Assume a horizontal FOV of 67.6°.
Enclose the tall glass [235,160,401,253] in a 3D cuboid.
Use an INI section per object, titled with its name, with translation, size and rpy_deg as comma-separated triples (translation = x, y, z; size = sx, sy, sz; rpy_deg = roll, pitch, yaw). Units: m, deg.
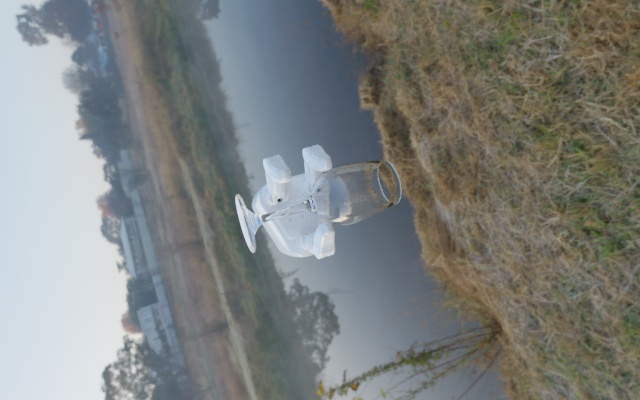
[tall glass]
translation = 0.000, 0.002, 0.603
size = 0.201, 0.079, 0.079
rpy_deg = -16, 5, -17
